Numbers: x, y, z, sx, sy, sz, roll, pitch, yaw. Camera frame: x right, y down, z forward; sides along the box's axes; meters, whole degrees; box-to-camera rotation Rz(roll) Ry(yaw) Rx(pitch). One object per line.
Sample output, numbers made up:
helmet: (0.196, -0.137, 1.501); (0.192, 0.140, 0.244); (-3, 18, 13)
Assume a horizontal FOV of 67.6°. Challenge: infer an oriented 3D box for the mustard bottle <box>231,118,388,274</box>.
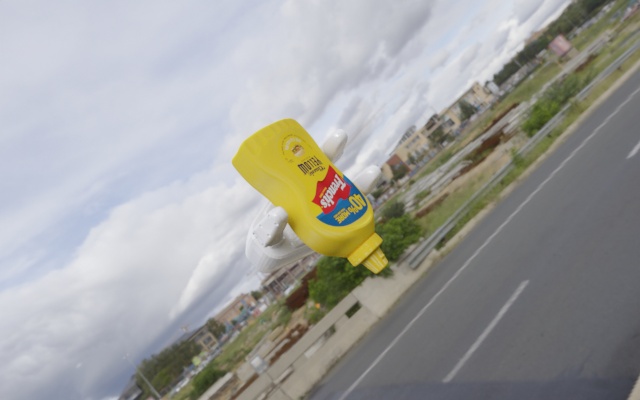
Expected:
mustard bottle: (0.000, 0.001, 0.509); (0.096, 0.191, 0.058); (-36, -9, -48)
